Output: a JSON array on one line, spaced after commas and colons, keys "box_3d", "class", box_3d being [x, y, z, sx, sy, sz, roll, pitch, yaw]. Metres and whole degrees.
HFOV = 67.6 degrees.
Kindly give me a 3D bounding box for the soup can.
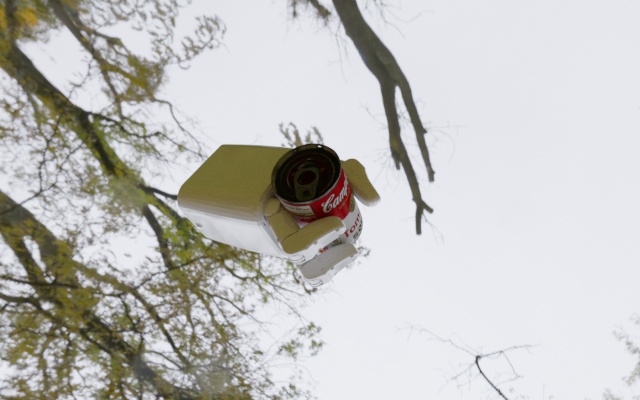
[{"box_3d": [0.001, 0.002, 0.476, 0.068, 0.068, 0.102, 0, -33, 19], "class": "soup can"}]
